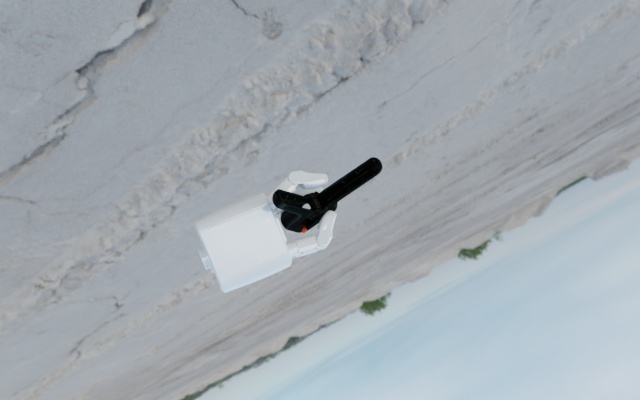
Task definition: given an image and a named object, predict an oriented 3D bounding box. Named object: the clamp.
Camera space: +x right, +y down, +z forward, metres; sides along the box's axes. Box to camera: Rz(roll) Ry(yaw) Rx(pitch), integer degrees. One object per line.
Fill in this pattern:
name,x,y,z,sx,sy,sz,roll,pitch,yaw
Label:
clamp,0.000,0.003,0.719,0.164,0.036,0.210,-21,-15,-15
